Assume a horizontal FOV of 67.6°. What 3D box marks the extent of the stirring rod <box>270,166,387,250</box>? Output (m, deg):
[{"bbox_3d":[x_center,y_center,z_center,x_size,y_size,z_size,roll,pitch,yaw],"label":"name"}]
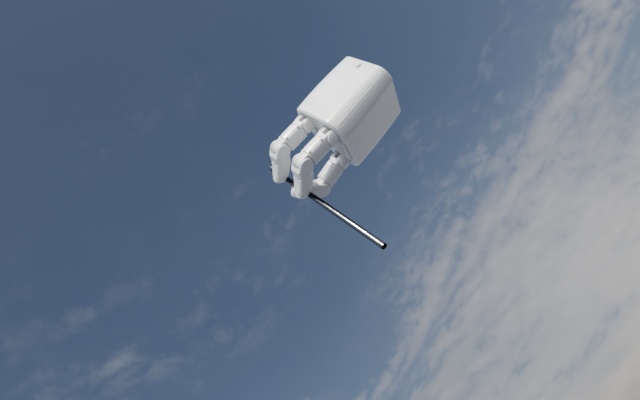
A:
[{"bbox_3d":[0.000,0.002,0.616,0.011,0.011,0.239,0,24,-40],"label":"stirring rod"}]
